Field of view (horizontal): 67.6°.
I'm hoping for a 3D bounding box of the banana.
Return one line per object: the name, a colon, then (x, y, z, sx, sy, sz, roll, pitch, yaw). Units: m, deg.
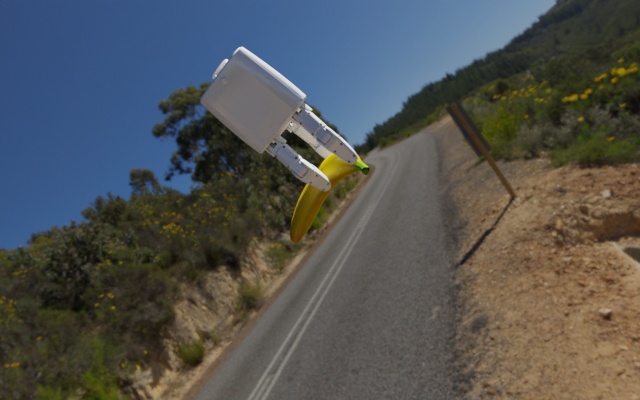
banana: (0.002, -0.014, 0.695, 0.037, 0.069, 0.198, 21, -44, -21)
